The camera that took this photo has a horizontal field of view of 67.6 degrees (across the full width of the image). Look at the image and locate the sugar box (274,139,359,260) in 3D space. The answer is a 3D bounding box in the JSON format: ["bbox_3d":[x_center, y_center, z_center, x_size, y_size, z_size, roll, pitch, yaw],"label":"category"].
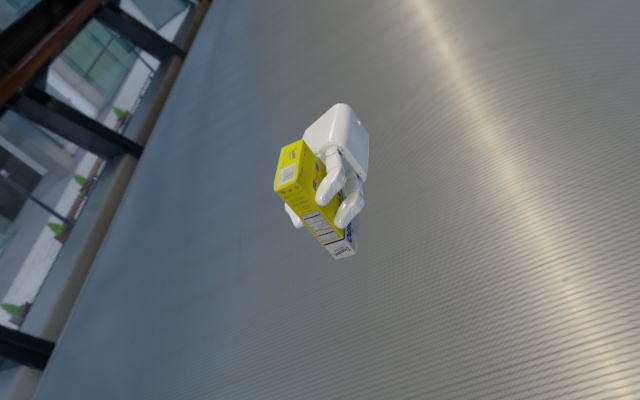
[{"bbox_3d":[0.001,0.002,0.725,0.048,0.093,0.176,-22,-50,27],"label":"sugar box"}]
